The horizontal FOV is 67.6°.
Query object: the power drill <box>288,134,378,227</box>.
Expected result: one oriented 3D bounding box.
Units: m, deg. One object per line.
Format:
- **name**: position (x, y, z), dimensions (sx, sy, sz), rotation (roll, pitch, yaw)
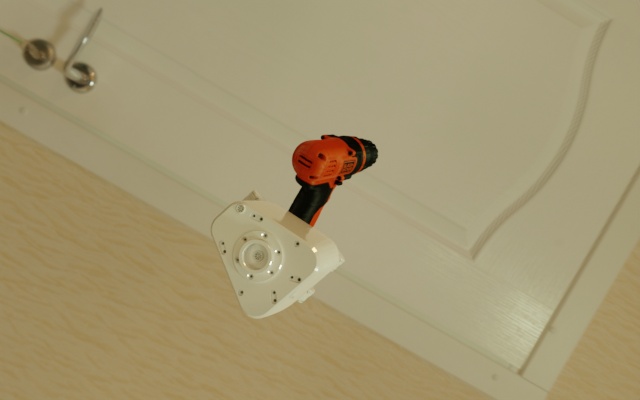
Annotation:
- **power drill**: position (0.000, 0.003, 0.625), dimensions (0.057, 0.188, 0.184), rotation (31, 21, 23)
